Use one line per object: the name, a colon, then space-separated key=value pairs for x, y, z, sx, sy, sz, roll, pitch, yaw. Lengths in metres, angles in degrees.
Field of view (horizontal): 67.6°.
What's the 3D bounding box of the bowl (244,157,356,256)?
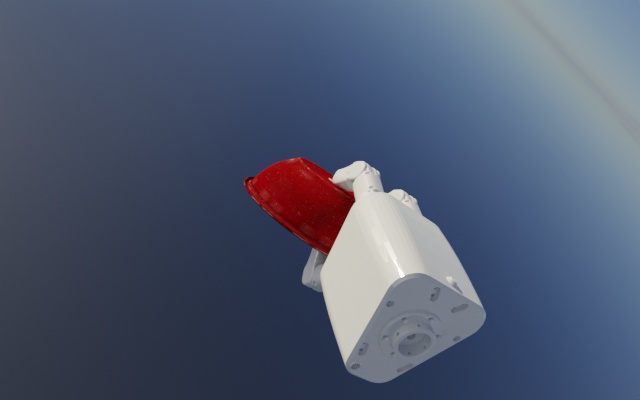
bowl: x=0.000 y=0.001 z=0.516 sx=0.162 sy=0.055 sz=0.162 roll=34 pitch=9 yaw=-6
